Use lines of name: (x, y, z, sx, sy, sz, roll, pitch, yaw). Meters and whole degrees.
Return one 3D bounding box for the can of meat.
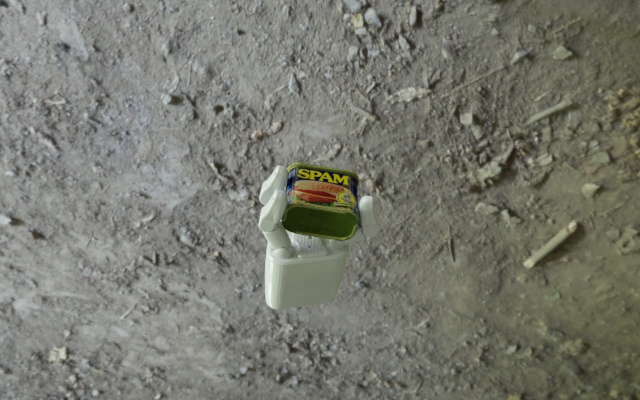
can of meat: (0.000, 0.002, 0.629, 0.102, 0.057, 0.083, 9, 40, -5)
